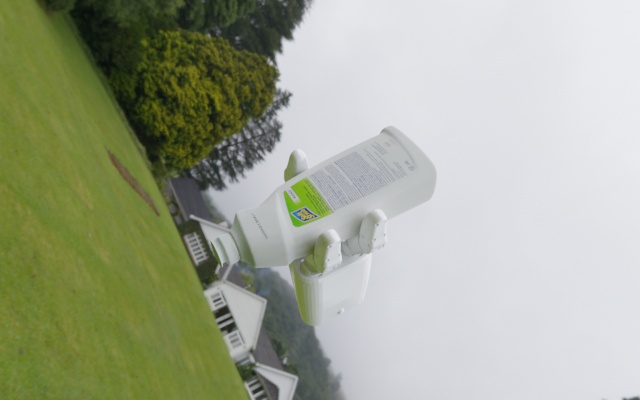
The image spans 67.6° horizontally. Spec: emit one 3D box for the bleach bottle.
[{"bbox_3d":[0.000,0.002,0.522,0.251,0.068,0.102,-23,50,-20],"label":"bleach bottle"}]
